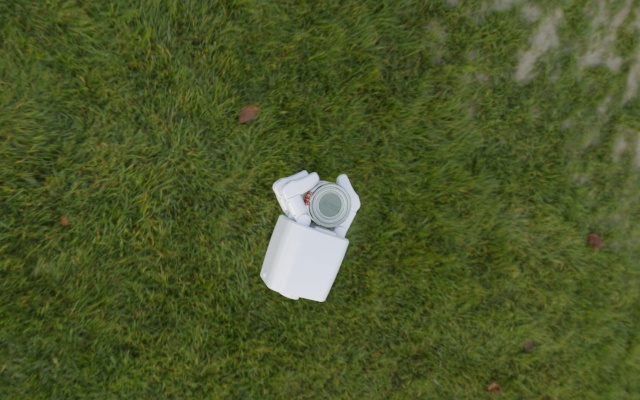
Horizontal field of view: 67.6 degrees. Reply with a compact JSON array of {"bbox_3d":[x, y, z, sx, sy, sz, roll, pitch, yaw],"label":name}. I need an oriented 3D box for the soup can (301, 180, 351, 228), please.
[{"bbox_3d":[0.000,0.002,0.748,0.068,0.068,0.102,0,6,-17],"label":"soup can"}]
